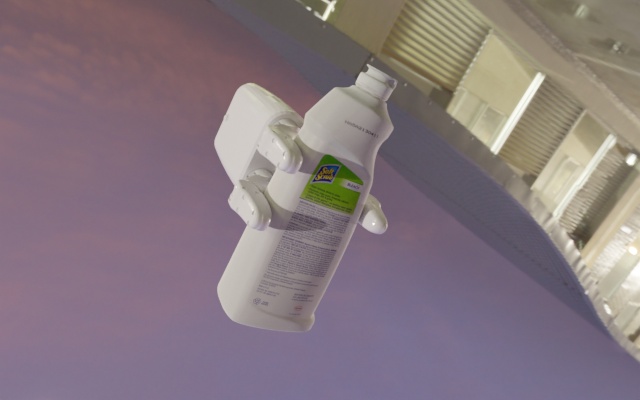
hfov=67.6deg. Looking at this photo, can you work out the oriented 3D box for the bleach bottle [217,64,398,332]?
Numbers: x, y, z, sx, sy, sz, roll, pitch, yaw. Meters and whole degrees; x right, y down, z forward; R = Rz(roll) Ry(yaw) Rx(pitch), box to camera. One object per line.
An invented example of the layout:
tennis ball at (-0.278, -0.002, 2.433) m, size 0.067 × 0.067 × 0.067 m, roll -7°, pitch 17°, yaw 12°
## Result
bleach bottle at (0.000, 0.001, 0.435) m, size 0.102 × 0.251 × 0.068 m, roll 17°, pitch 20°, yaw -35°
